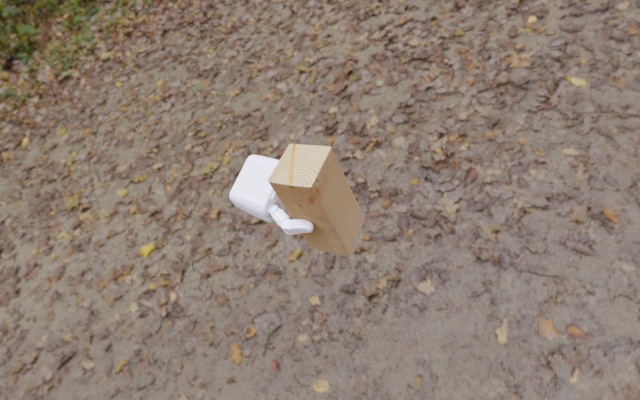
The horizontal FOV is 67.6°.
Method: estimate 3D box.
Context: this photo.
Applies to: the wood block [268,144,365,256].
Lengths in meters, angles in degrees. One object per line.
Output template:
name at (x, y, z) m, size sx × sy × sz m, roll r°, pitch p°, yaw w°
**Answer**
wood block at (0.000, 0.003, 0.867) m, size 0.090 × 0.090 × 0.206 m, roll 8°, pitch -33°, yaw 31°
